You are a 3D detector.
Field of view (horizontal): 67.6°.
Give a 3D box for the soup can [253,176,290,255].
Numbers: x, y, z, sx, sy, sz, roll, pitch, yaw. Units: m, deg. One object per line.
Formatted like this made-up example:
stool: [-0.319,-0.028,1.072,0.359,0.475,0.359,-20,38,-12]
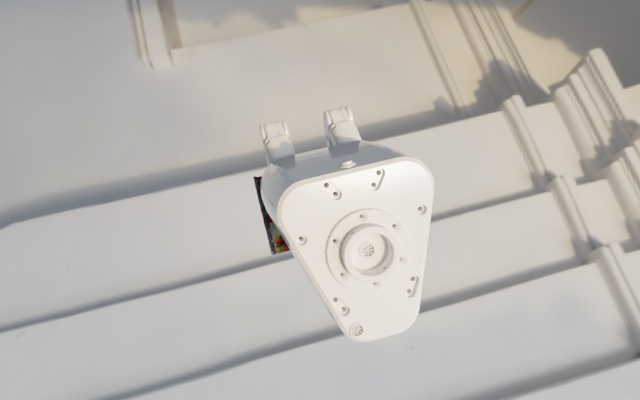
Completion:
soup can: [0.000,0.001,0.407,0.102,0.068,0.068,-14,2,-7]
